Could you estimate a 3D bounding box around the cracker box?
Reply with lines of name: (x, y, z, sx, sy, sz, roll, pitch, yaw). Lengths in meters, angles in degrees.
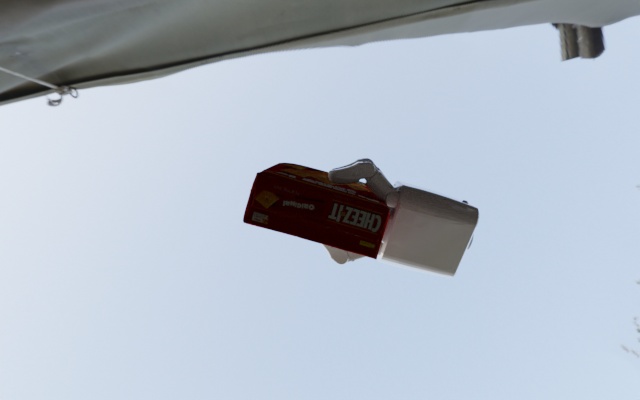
cracker box: (0.000, 0.002, 0.651, 0.164, 0.072, 0.213, 15, 8, 0)
